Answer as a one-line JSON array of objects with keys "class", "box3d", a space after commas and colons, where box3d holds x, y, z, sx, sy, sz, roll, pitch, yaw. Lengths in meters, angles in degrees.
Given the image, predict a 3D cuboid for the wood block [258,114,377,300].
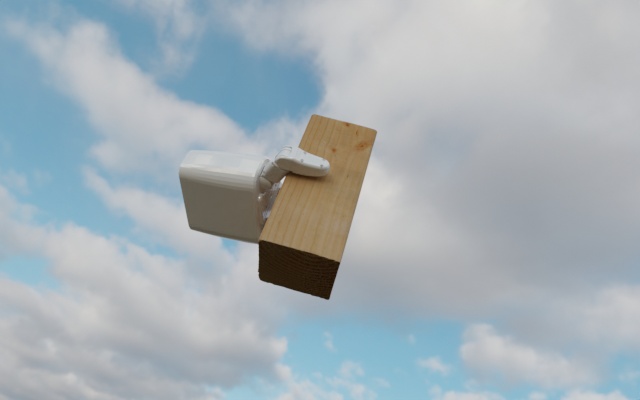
[{"class": "wood block", "box3d": [0.000, 0.002, 0.585, 0.090, 0.206, 0.091, 15, -38, 4]}]
